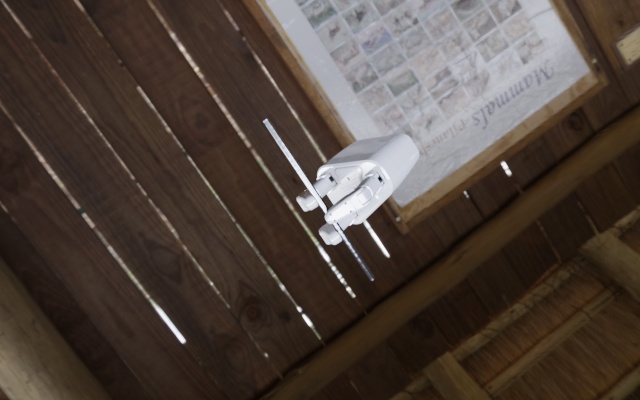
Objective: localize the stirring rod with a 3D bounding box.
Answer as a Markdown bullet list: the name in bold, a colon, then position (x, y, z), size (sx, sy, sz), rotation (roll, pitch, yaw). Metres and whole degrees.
- **stirring rod**: position (0.000, 0.002, 0.592), size (0.011, 0.239, 0.011), rotation (-33, 9, 6)
